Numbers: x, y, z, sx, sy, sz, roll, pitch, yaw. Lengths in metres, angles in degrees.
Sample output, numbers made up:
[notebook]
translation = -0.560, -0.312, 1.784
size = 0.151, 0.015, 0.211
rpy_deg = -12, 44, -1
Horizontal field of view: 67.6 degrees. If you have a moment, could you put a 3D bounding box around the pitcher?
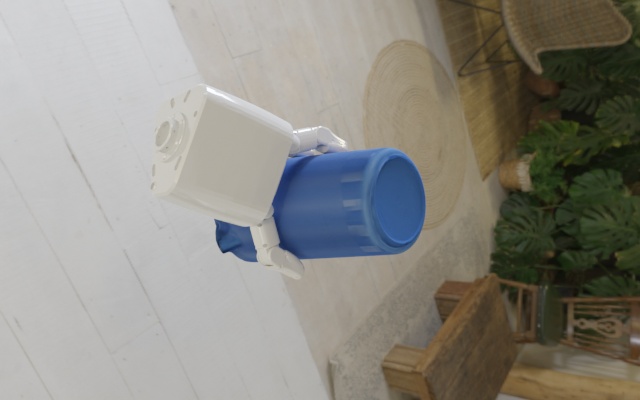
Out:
[pitcher]
translation = 0.000, 0.002, 0.562
size = 0.243, 0.149, 0.145
rpy_deg = -5, -19, 44
